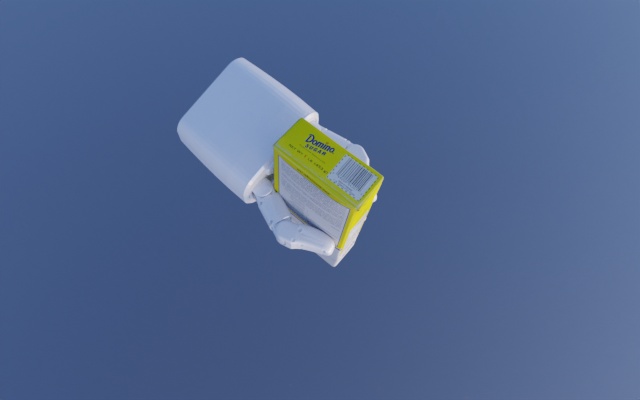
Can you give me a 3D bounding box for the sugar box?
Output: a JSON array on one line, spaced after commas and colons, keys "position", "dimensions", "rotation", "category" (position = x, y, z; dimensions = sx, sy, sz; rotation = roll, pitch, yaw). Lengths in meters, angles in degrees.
[{"position": [0.000, 0.001, 0.478], "dimensions": [0.093, 0.048, 0.176], "rotation": [38, -19, 10], "category": "sugar box"}]
